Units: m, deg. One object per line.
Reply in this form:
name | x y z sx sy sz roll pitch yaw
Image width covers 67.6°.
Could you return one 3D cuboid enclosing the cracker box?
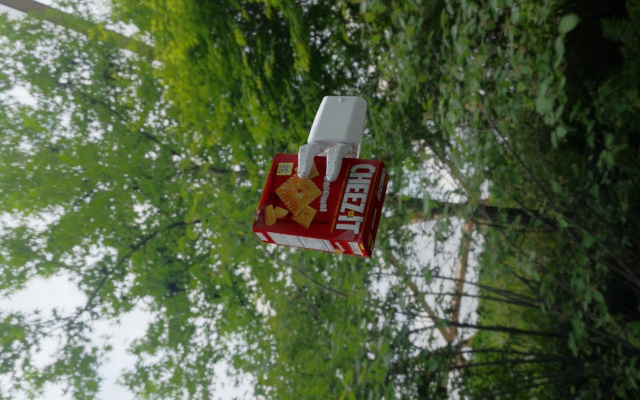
cracker box | 0.000 0.003 0.862 0.213 0.164 0.072 6 -26 22
